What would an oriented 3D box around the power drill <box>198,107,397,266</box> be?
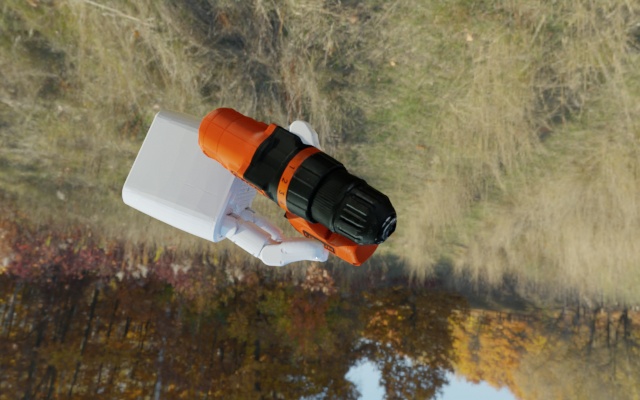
[{"bbox_3d":[0.000,0.001,0.424,0.184,0.057,0.188,32,-8,27],"label":"power drill"}]
